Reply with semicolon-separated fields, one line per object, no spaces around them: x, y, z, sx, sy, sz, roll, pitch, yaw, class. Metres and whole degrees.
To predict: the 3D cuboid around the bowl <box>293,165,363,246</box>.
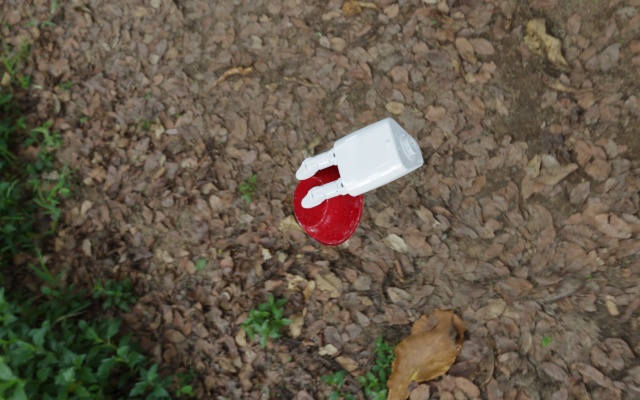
-0.001;0.004;0.865;0.055;0.162;0.162;2;-2;-43;bowl
